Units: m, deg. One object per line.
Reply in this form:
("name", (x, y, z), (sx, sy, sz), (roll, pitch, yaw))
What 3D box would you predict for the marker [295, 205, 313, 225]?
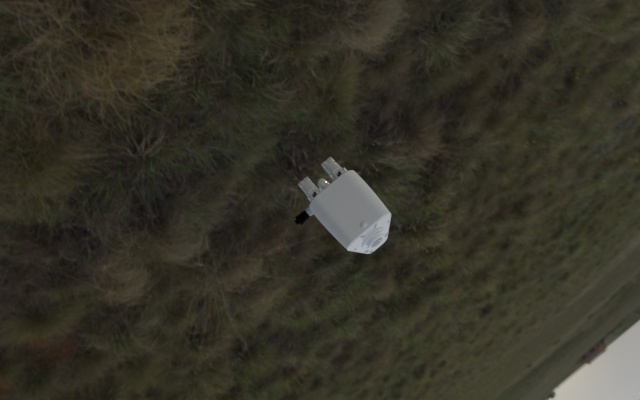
("marker", (0.000, 0.003, 0.889), (0.121, 0.020, 0.020), (-41, 0, -1))
